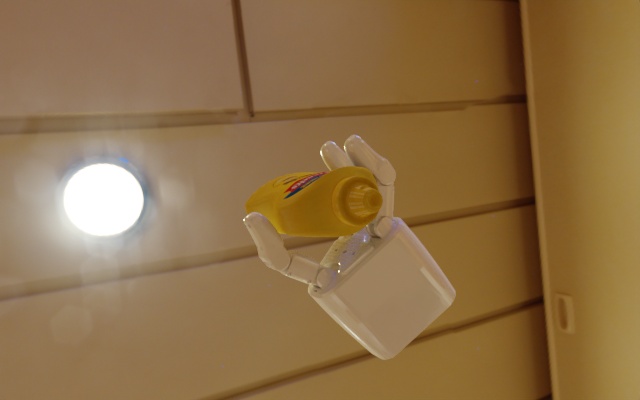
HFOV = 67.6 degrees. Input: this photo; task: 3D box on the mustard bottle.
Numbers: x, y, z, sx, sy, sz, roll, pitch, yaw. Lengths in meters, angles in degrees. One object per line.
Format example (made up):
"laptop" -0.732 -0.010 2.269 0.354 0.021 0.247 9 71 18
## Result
"mustard bottle" 0.000 0.001 0.452 0.096 0.058 0.191 -21 9 -24
